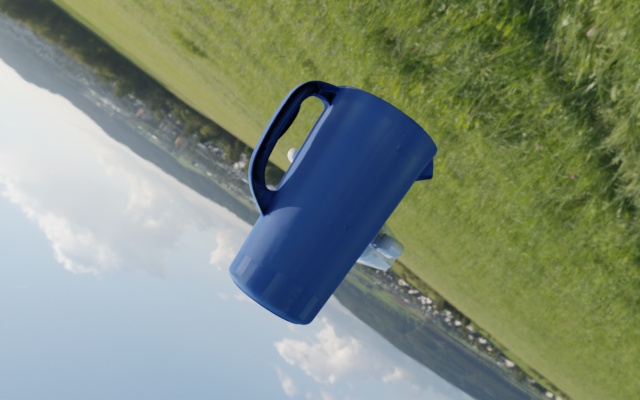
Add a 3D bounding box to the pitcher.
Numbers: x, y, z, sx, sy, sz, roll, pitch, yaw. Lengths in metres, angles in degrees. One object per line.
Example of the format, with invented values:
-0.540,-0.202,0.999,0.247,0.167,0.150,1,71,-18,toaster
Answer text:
0.000,0.002,0.520,0.149,0.243,0.145,32,-4,26,pitcher
